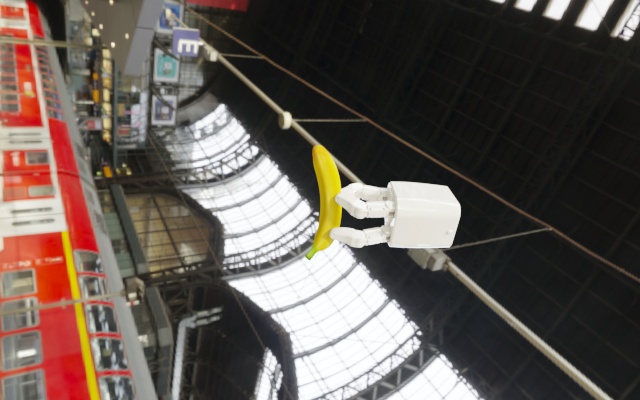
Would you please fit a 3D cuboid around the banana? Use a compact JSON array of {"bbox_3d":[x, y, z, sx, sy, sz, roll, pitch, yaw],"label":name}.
[{"bbox_3d":[0.010,0.002,0.808,0.037,0.198,0.069,11,16,30],"label":"banana"}]
